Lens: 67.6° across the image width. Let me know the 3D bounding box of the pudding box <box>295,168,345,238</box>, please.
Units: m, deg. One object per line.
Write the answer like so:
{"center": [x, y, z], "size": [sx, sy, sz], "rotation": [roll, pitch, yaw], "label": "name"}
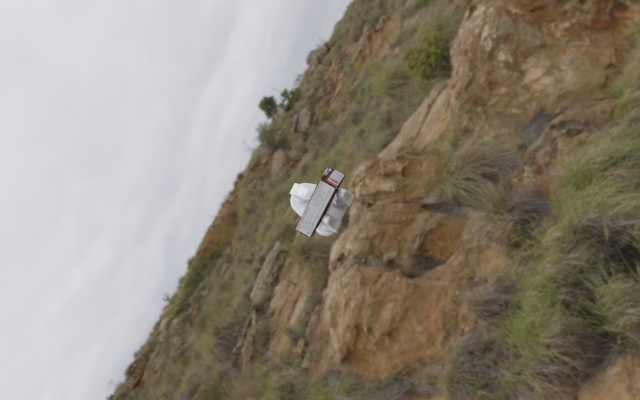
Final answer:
{"center": [0.000, 0.003, 0.882], "size": [0.039, 0.113, 0.090], "rotation": [26, 21, 3], "label": "pudding box"}
